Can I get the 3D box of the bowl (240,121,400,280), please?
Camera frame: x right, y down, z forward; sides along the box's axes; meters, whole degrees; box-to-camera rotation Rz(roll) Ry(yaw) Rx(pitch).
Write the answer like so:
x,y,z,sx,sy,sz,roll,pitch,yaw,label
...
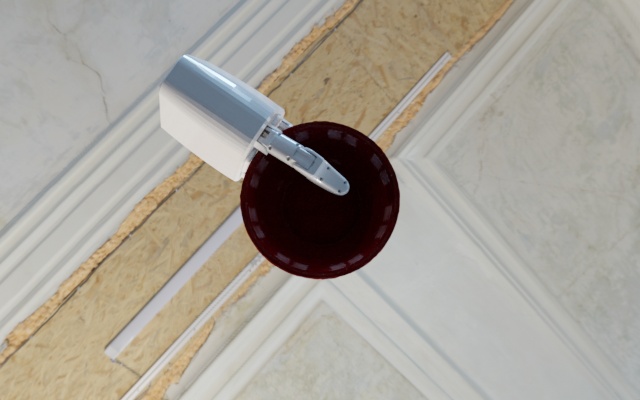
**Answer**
x,y,z,sx,sy,sz,roll,pitch,yaw,label
0.001,0.003,0.505,0.162,0.162,0.055,0,-9,2,bowl
